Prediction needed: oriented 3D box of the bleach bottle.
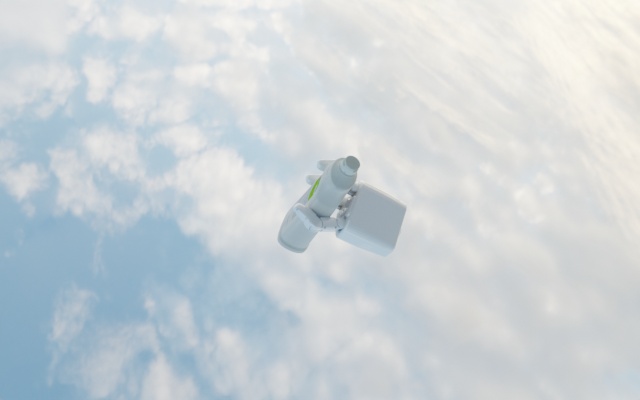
[{"bbox_3d":[0.000,0.003,0.890,0.068,0.102,0.251,26,-38,-12],"label":"bleach bottle"}]
